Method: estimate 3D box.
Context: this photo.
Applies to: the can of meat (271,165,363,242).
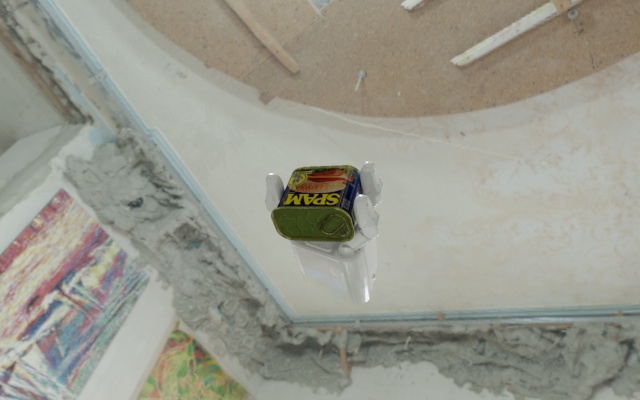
[{"bbox_3d":[0.000,0.002,0.602,0.102,0.057,0.084,0,43,20],"label":"can of meat"}]
